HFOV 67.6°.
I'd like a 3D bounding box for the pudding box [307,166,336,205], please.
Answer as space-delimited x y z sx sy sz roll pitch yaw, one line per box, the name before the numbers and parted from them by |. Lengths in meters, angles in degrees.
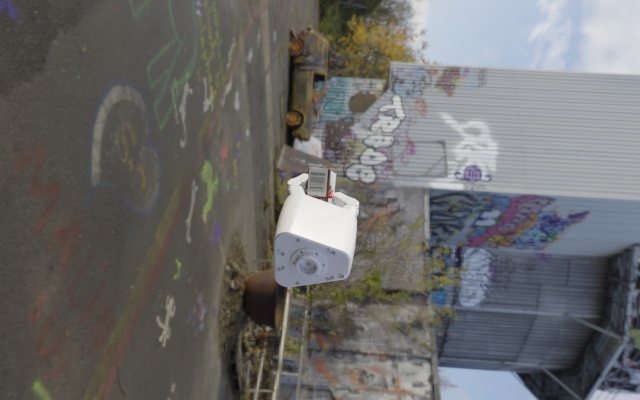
pudding box | 0.000 0.003 0.794 0.039 0.113 0.090 6 1 7
